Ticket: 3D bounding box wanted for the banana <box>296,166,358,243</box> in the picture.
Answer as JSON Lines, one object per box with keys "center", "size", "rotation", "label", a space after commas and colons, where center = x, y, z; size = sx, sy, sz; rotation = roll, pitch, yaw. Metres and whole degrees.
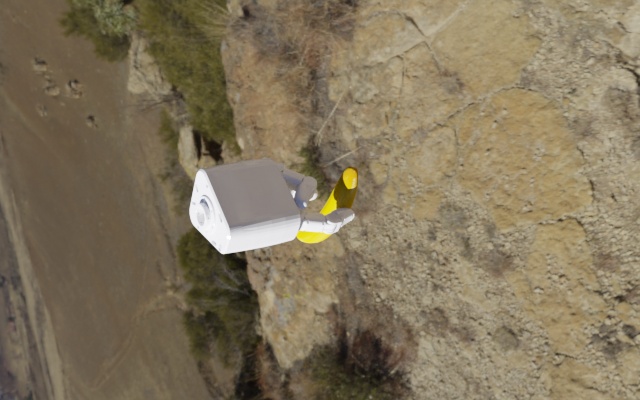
{"center": [0.005, 0.021, 0.740], "size": [0.037, 0.069, 0.198], "rotation": [-11, -18, -37], "label": "banana"}
